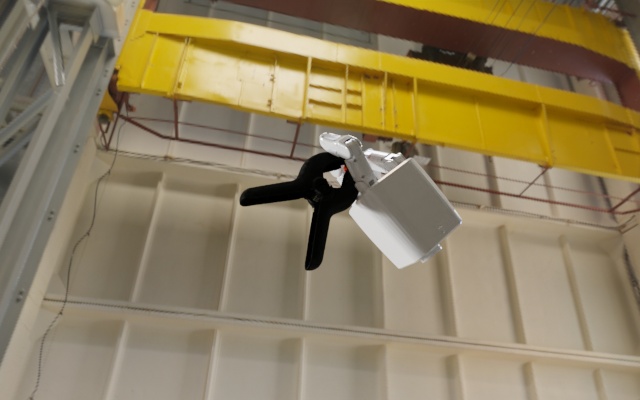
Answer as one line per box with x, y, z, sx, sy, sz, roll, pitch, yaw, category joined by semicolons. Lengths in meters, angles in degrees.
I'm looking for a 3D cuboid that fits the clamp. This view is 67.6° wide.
0.000;0.002;0.580;0.171;0.120;0.039;-34;-1;-30;clamp
